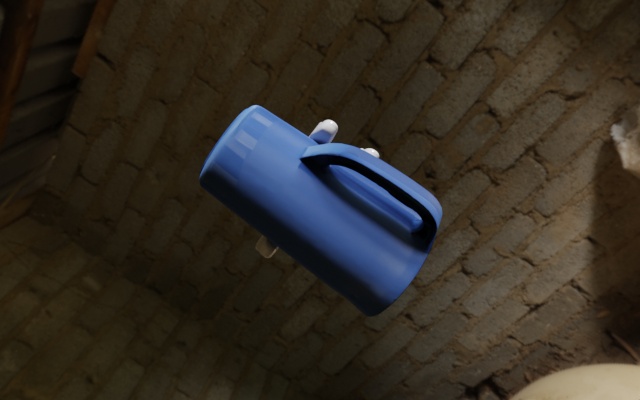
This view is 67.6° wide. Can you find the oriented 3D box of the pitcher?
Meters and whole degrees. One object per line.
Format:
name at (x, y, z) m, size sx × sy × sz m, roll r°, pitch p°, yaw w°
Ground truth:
pitcher at (0.000, 0.002, 0.517) m, size 0.243 × 0.149 × 0.145 m, roll 36°, pitch 5°, yaw -6°
